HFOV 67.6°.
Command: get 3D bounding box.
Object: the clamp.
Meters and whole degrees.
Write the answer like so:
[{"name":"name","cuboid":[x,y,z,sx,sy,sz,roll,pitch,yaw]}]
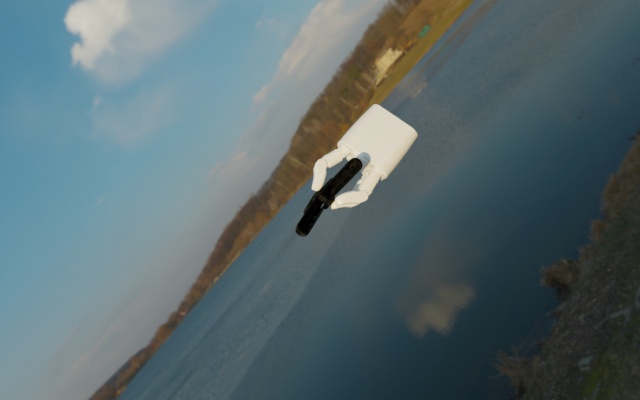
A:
[{"name":"clamp","cuboid":[0.000,0.002,0.893,0.036,0.164,0.210,40,-11,-4]}]
